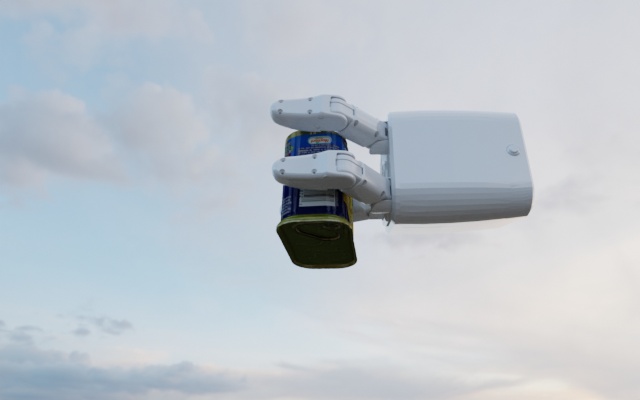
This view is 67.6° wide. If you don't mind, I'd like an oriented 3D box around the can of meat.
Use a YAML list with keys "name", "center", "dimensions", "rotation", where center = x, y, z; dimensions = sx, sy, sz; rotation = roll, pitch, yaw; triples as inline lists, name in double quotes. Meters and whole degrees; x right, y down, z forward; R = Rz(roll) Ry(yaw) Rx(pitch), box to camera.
- name: "can of meat"
  center: [0.000, 0.001, 0.402]
  dimensions: [0.057, 0.084, 0.102]
  rotation: [-2, -27, 7]
